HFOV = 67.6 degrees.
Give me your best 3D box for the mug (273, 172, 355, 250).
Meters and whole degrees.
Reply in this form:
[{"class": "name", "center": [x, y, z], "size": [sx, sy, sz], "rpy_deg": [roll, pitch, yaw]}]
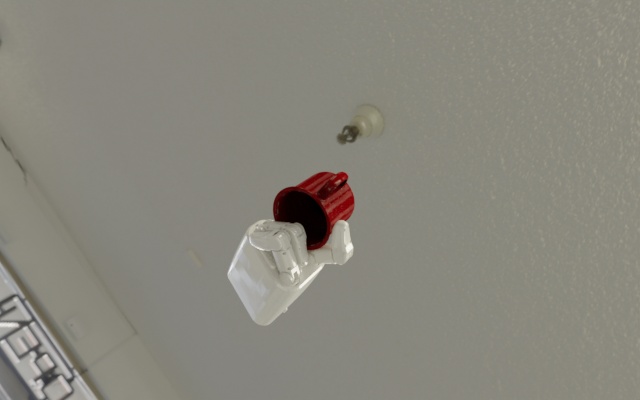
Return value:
[{"class": "mug", "center": [0.001, 0.001, 0.656], "size": [0.081, 0.093, 0.117], "rpy_deg": [-36, -15, -49]}]
